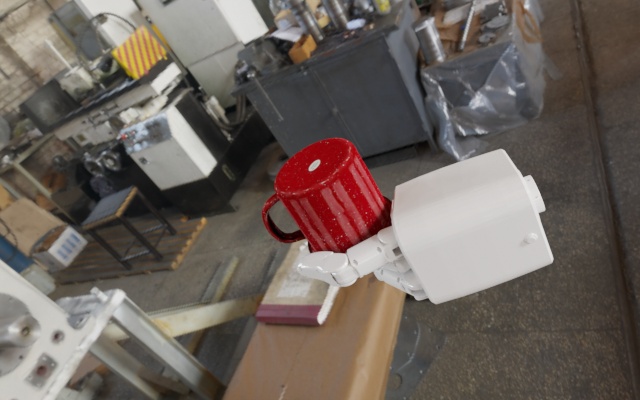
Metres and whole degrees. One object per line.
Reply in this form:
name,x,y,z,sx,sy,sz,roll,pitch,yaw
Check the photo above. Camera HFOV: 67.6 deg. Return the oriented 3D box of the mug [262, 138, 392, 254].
mug,-0.001,0.002,0.443,0.117,0.081,0.093,-23,32,16
